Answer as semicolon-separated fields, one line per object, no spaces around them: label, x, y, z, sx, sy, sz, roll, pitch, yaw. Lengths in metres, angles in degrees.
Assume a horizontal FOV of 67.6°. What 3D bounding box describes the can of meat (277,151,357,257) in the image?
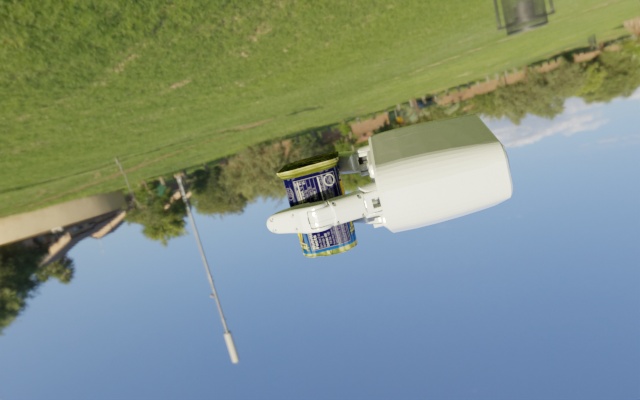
can of meat;0.000;0.002;0.466;0.057;0.084;0.102;-15;9;4
